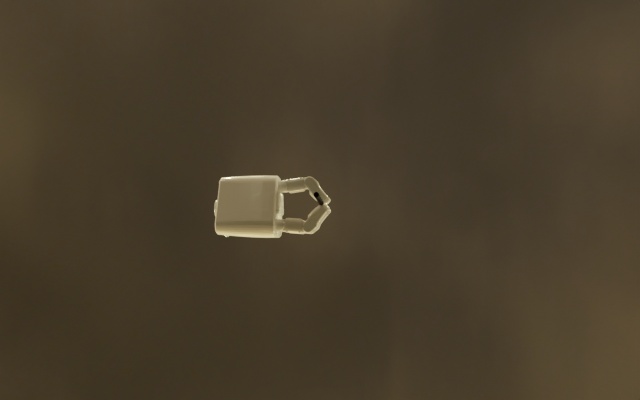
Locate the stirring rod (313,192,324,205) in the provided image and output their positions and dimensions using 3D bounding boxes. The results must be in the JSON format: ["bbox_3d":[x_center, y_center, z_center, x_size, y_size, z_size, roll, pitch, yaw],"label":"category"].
[{"bbox_3d":[0.000,0.003,0.801,0.011,0.011,0.239,0,-5,3],"label":"stirring rod"}]
